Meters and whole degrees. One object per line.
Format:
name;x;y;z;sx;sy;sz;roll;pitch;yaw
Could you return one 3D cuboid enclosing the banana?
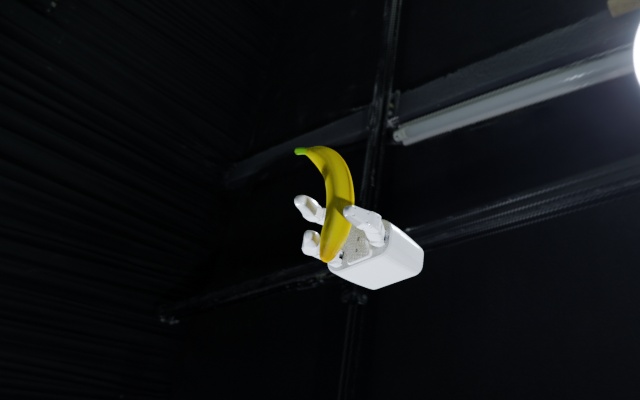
banana;0.015;-0.009;0.663;0.069;0.197;0.037;-30;-39;21
